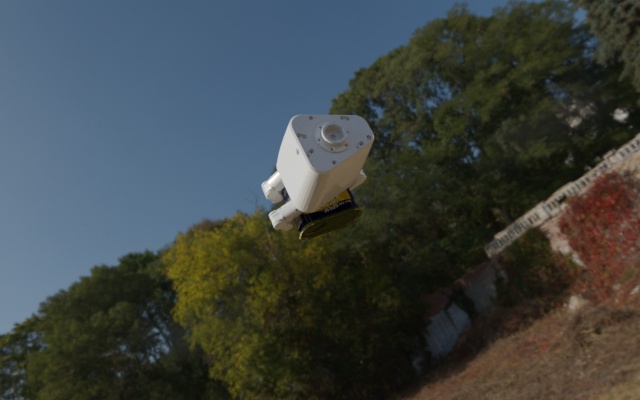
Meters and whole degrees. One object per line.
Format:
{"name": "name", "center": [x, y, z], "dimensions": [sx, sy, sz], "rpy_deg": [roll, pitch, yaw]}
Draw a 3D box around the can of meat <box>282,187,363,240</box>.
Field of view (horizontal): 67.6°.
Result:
{"name": "can of meat", "center": [0.000, 0.002, 0.734], "dimensions": [0.102, 0.084, 0.057], "rpy_deg": [-18, -21, -19]}
